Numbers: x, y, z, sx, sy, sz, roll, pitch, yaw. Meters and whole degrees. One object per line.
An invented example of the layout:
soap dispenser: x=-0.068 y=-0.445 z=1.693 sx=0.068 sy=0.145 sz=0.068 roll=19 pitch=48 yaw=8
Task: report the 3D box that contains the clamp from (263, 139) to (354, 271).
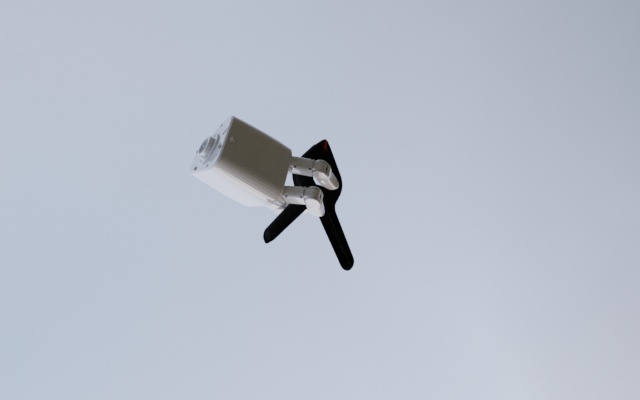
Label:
clamp: x=0.000 y=0.002 z=0.755 sx=0.164 sy=0.209 sz=0.036 roll=31 pitch=-35 yaw=-30
